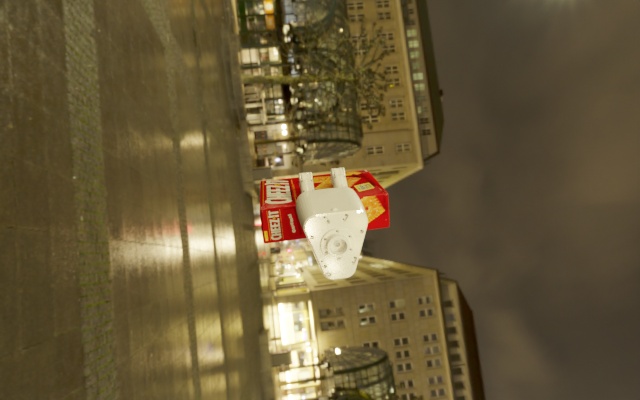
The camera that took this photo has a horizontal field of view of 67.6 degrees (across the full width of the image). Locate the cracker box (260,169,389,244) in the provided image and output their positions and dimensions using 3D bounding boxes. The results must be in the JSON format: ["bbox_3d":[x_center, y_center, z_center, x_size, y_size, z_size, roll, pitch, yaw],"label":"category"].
[{"bbox_3d":[0.000,0.003,0.857,0.214,0.072,0.164,-6,19,-5],"label":"cracker box"}]
